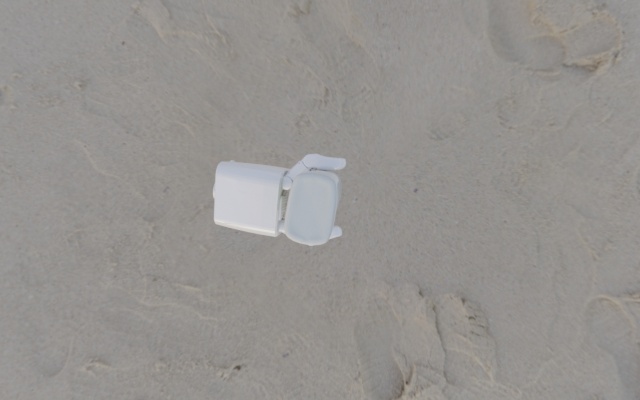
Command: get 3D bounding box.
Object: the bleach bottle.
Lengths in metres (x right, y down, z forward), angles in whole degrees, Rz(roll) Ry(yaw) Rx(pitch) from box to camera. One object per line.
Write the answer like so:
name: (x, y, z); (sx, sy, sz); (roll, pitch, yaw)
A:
bleach bottle: (0.000, 0.002, 0.769); (0.068, 0.102, 0.251); (10, 4, 6)
